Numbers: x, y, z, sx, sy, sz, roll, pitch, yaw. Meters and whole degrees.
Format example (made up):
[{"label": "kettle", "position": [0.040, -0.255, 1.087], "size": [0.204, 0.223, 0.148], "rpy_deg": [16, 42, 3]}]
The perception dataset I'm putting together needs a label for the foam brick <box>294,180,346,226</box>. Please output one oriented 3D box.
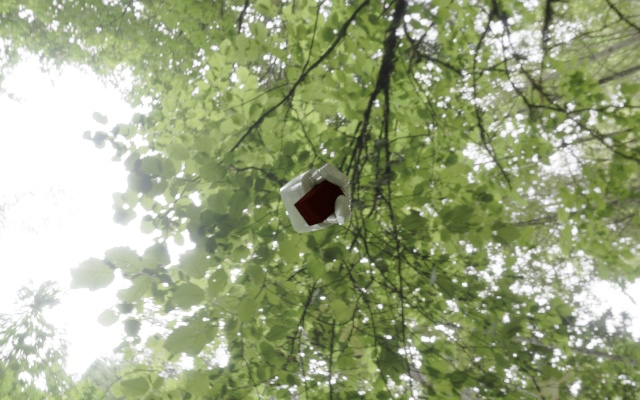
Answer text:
[{"label": "foam brick", "position": [0.000, 0.003, 0.892], "size": [0.078, 0.053, 0.051], "rpy_deg": [-41, 11, -31]}]
